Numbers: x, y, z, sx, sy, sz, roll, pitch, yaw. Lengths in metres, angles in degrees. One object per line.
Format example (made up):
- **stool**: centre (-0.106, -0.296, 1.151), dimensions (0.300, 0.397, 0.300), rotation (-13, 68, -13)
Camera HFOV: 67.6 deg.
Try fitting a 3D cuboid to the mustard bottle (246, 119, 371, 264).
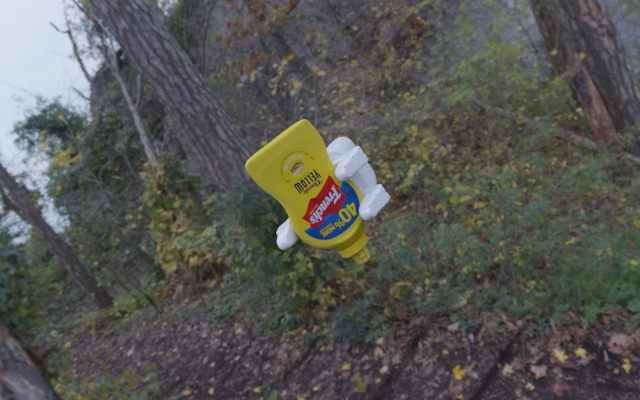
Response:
- **mustard bottle**: centre (0.000, 0.002, 0.594), dimensions (0.096, 0.192, 0.058), rotation (-39, 11, -7)
